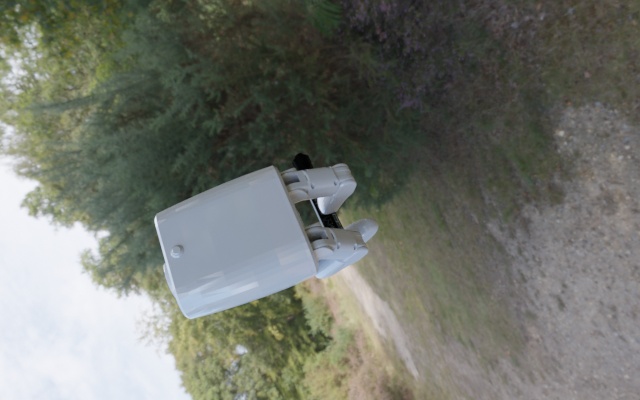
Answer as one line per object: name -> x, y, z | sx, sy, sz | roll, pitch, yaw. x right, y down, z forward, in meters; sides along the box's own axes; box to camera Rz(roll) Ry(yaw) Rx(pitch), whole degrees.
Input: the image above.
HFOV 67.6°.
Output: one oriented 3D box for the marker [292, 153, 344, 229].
marker -> 0.000, 0.002, 0.472 | 0.020, 0.121, 0.020 | -20, -27, -11
